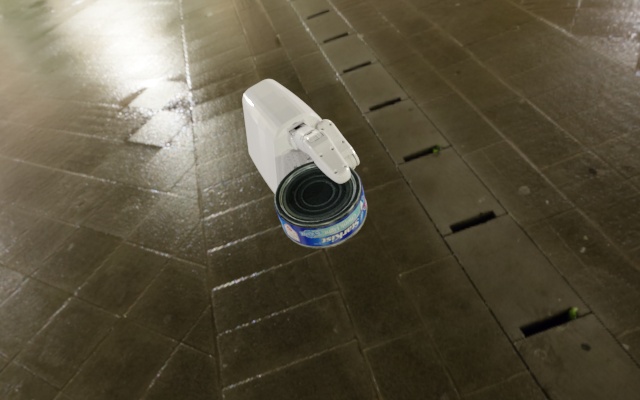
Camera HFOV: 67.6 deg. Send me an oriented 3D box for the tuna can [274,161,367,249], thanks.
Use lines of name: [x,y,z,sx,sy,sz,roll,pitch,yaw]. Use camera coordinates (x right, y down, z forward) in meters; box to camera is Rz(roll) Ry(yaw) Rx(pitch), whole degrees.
tuna can: [0.000,0.001,0.455,0.086,0.086,0.034,0,-40,15]
